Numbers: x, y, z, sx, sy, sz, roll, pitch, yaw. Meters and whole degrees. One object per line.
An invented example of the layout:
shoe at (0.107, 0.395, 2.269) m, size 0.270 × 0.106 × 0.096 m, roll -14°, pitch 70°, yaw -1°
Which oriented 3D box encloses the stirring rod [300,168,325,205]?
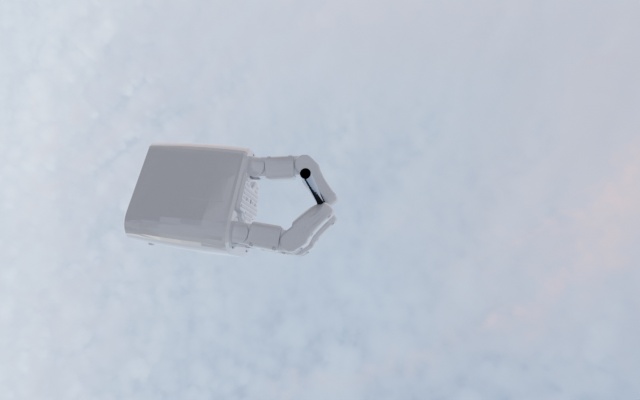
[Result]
stirring rod at (0.000, 0.001, 0.455) m, size 0.011 × 0.011 × 0.239 m, roll 0°, pitch -10°, yaw 5°
